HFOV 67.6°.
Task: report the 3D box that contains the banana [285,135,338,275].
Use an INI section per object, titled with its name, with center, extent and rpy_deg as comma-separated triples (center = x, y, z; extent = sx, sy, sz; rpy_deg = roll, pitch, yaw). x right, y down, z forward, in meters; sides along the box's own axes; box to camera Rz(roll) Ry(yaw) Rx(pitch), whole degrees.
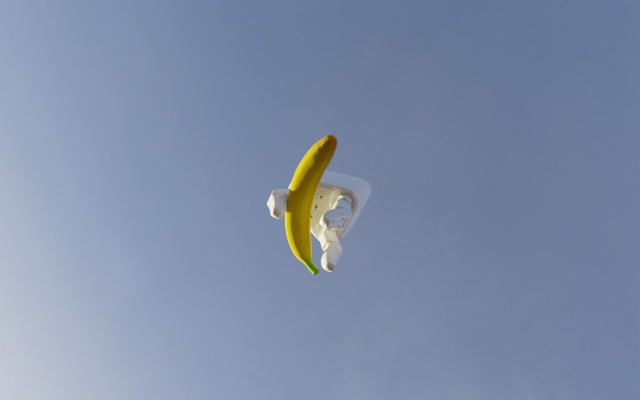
[banana]
center = -0.017, 0.002, 0.675
extent = 0.069, 0.198, 0.037
rpy_deg = 13, 15, 25
